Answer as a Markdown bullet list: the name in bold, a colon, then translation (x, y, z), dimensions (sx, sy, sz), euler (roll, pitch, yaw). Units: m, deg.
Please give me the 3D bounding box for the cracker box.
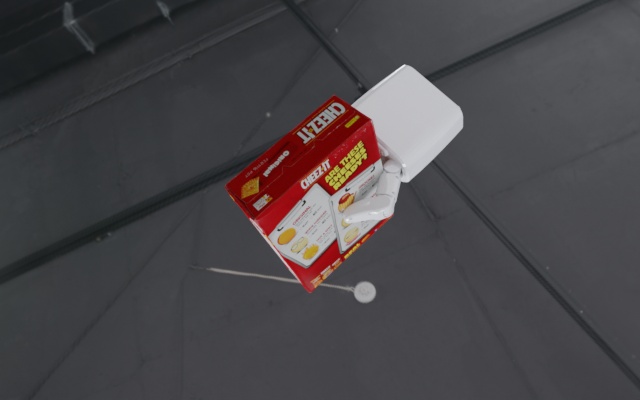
- **cracker box**: translation (0.000, 0.002, 0.588), dimensions (0.072, 0.164, 0.214), euler (42, -12, 32)
